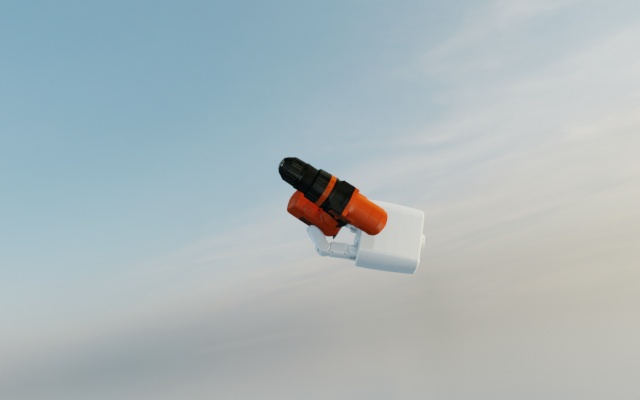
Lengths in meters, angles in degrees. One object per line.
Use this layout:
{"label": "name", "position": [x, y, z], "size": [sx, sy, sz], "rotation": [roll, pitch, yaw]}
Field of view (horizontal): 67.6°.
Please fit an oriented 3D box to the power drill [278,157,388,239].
{"label": "power drill", "position": [0.000, 0.003, 0.779], "size": [0.184, 0.057, 0.187], "rotation": [33, -14, -9]}
